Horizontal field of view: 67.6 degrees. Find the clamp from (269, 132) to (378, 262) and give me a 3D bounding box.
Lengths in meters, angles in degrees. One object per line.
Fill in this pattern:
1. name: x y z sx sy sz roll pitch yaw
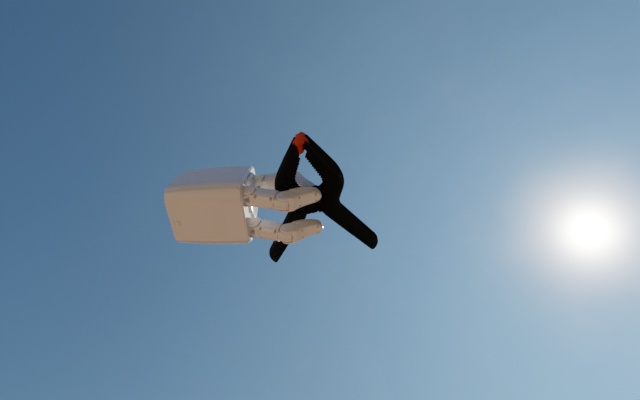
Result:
1. clamp: 0.000 0.001 0.672 0.164 0.210 0.036 -3 36 0
